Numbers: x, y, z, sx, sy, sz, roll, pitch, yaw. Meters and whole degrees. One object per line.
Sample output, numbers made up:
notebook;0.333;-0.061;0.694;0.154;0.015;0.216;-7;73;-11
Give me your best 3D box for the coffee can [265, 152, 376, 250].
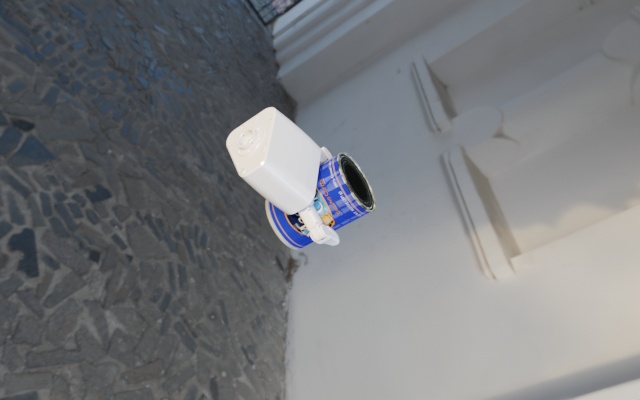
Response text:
coffee can;0.000;0.003;0.745;0.140;0.103;0.103;-29;-12;22
